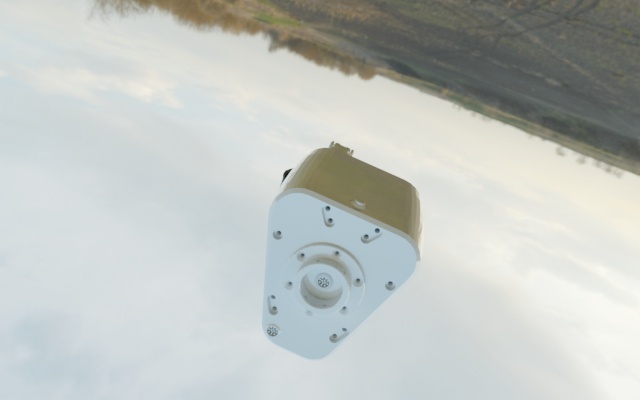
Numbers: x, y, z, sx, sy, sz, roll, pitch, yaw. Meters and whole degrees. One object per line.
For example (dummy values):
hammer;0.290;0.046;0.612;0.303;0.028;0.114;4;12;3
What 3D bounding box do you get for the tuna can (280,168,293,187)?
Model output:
tuna can;0.000;0.002;0.463;0.086;0.034;0.086;17;22;-7
